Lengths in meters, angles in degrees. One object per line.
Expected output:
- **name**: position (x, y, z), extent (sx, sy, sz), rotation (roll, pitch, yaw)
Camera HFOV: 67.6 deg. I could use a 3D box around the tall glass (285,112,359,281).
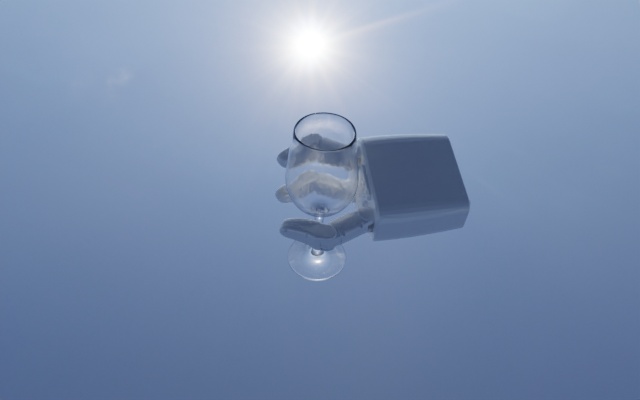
- **tall glass**: position (0.000, 0.002, 0.532), extent (0.079, 0.079, 0.201), rotation (0, -44, -3)
